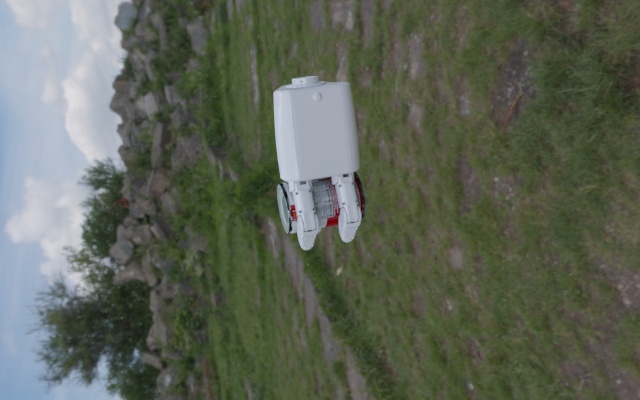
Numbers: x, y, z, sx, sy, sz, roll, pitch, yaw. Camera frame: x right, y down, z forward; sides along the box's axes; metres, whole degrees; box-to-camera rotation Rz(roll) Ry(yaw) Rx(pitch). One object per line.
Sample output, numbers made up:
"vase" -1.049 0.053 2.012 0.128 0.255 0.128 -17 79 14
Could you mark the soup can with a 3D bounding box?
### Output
"soup can" 0.000 0.003 0.626 0.102 0.068 0.068 -10 2 -14
